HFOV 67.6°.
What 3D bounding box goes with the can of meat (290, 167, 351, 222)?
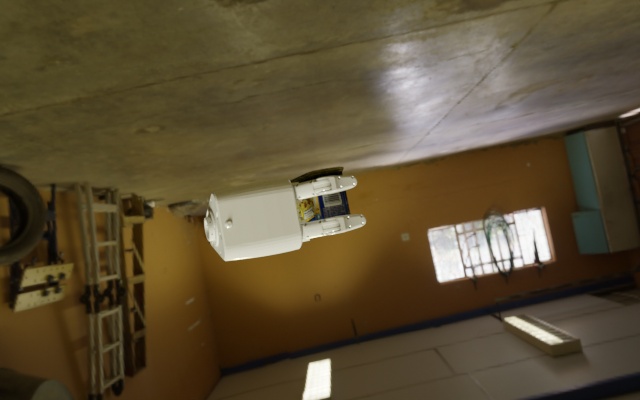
[{"bbox_3d":[0.000,0.003,0.698,0.057,0.084,0.102,-9,-4,-26],"label":"can of meat"}]
